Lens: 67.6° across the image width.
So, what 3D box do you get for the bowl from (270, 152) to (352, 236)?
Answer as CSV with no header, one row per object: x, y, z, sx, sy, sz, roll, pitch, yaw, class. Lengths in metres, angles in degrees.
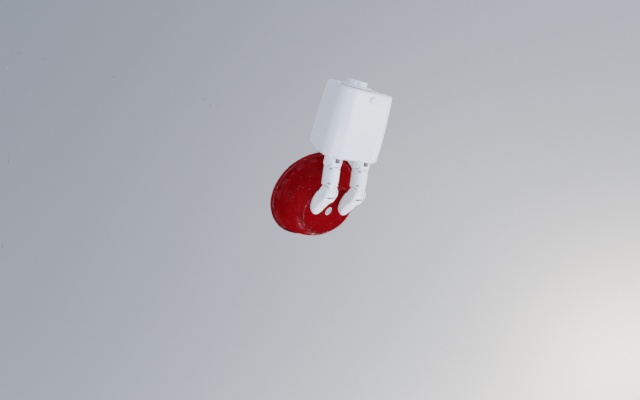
0.000,0.004,0.802,0.162,0.162,0.055,0,31,-32,bowl
